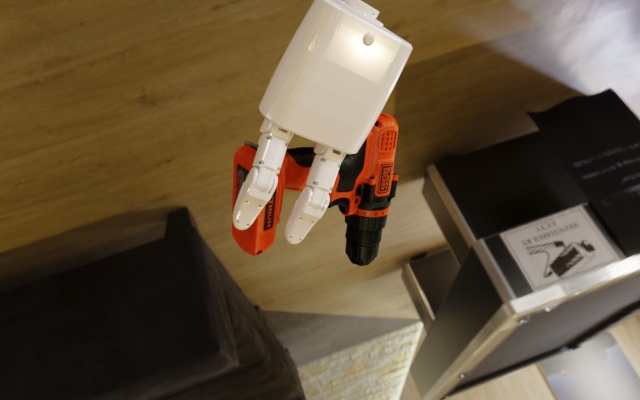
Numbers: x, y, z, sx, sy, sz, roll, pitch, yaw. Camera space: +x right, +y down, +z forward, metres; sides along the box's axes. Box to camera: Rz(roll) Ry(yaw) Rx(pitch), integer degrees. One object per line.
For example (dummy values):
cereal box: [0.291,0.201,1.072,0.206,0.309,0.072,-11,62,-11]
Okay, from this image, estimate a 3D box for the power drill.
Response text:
power drill: [0.000,0.002,0.510,0.187,0.184,0.057,-11,25,-35]
